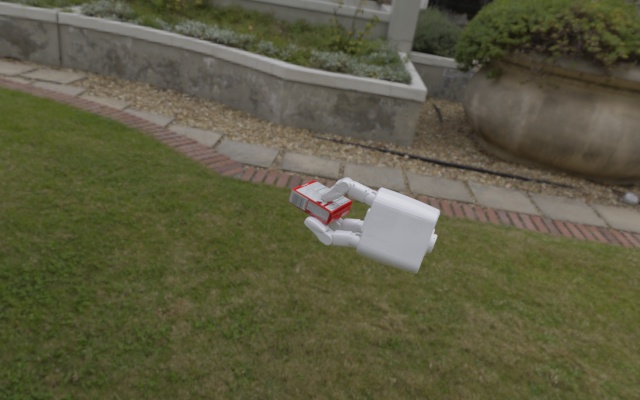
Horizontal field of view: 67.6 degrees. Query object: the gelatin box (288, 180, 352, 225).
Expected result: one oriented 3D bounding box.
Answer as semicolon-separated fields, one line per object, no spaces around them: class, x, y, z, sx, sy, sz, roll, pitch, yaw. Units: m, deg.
gelatin box;0.000;0.002;0.843;0.089;0.030;0.073;31;29;22
